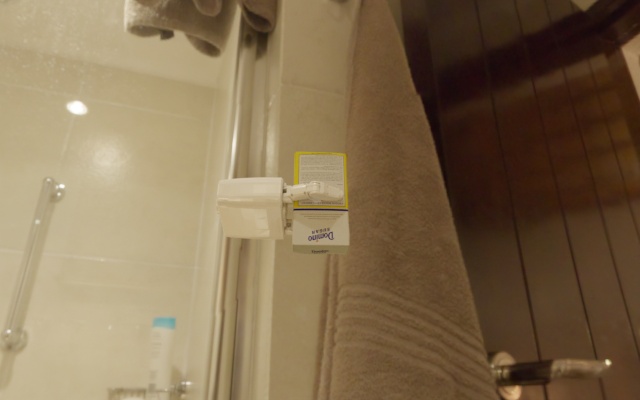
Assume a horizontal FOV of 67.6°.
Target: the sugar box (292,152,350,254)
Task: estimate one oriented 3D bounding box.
[{"bbox_3d":[0.000,0.003,0.806,0.093,0.176,0.048,2,-25,-2],"label":"sugar box"}]
